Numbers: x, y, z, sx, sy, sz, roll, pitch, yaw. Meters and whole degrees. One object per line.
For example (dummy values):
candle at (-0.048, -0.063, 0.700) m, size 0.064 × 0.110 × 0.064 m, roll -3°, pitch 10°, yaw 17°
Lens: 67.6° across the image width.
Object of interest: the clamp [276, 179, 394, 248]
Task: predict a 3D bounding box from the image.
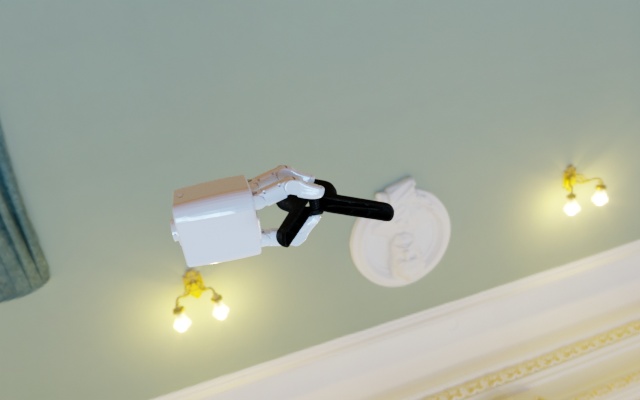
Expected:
clamp at (0.000, 0.003, 0.699) m, size 0.164 × 0.036 × 0.210 m, roll -9°, pitch 22°, yaw -13°
